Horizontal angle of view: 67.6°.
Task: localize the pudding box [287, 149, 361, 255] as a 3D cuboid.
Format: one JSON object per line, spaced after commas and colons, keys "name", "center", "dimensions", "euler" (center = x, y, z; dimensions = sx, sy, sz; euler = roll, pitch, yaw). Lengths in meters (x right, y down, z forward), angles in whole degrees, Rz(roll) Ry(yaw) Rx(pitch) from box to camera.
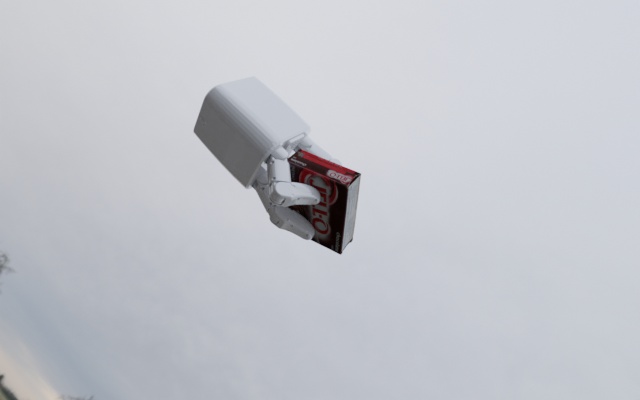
{"name": "pudding box", "center": [0.000, 0.002, 0.597], "dimensions": [0.090, 0.114, 0.039], "euler": [25, 46, 24]}
